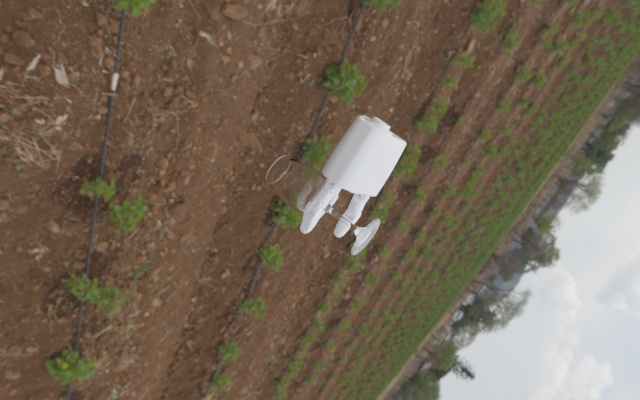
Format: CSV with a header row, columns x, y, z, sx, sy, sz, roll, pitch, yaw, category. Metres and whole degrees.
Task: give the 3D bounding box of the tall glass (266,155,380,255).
x,y,z,sx,sy,sz,roll,pitch,yaw,category
0.001,0.003,0.809,0.201,0.079,0.079,37,14,20,tall glass
